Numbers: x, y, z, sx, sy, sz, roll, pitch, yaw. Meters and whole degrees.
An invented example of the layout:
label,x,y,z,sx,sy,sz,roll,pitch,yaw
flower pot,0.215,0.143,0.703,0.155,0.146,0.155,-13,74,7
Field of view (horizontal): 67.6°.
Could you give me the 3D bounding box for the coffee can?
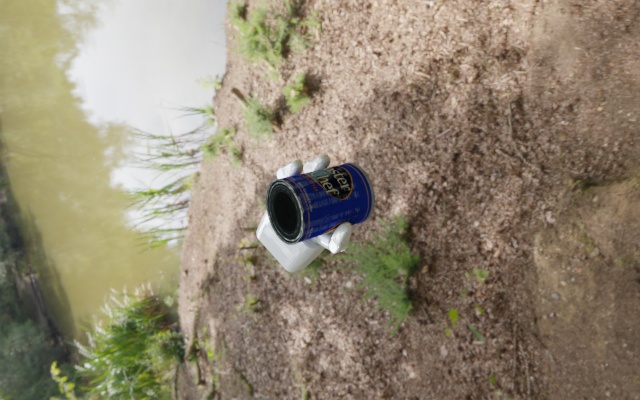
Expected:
label,x,y,z,sx,sy,sz,roll,pitch,yaw
coffee can,0.000,0.002,0.750,0.140,0.103,0.103,-15,9,-35
